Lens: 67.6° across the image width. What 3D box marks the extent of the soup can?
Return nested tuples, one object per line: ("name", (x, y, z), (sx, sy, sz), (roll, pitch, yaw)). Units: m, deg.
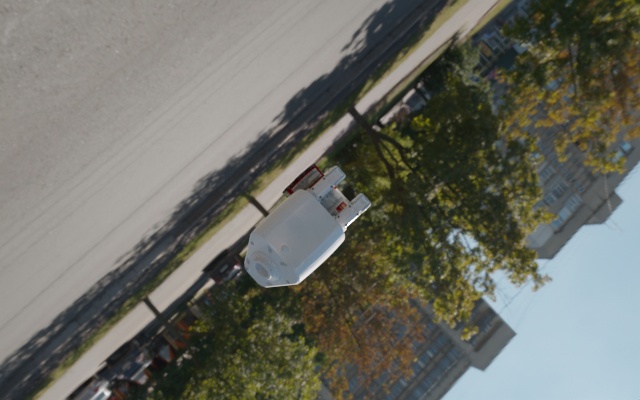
("soup can", (0.001, 0.002, 0.735), (0.068, 0.102, 0.068), (-43, 0, 0))
